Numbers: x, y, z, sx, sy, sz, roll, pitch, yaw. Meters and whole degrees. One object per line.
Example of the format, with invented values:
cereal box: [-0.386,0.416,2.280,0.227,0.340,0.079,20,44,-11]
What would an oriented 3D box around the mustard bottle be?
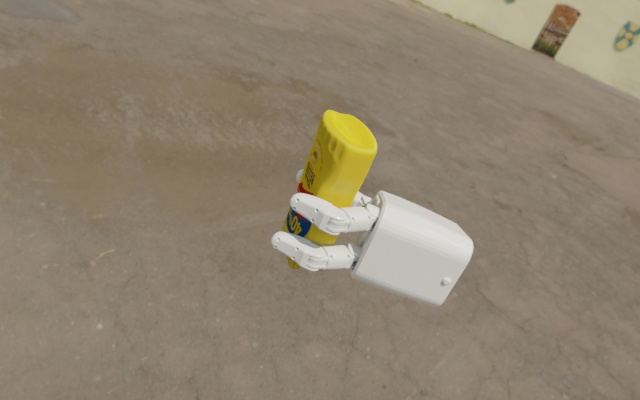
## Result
mustard bottle: [0.000,0.001,0.543,0.058,0.192,0.096,9,31,-22]
